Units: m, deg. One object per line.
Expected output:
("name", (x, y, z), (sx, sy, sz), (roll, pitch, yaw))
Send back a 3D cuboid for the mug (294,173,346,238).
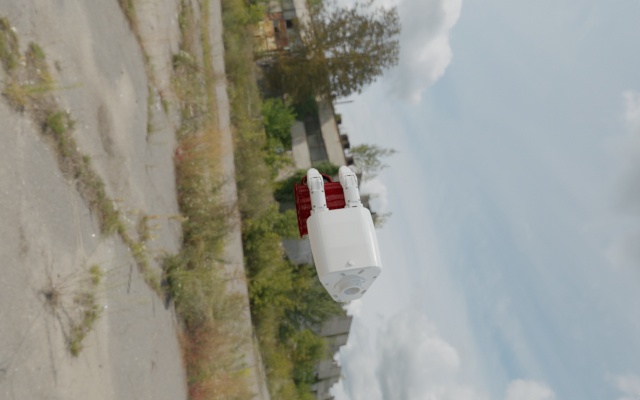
("mug", (0.000, 0.001, 0.804), (0.081, 0.117, 0.093), (-7, -35, -6))
